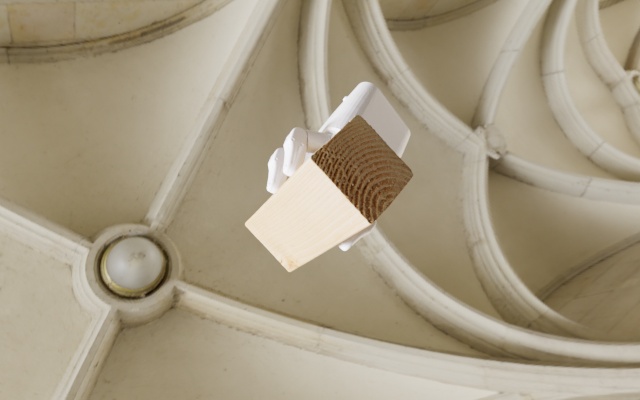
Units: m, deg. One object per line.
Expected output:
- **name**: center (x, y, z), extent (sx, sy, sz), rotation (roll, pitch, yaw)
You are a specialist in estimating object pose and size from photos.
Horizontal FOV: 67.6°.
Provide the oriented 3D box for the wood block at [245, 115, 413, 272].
- **wood block**: center (0.000, 0.002, 0.564), extent (0.090, 0.091, 0.206), rotation (-45, 3, -33)
